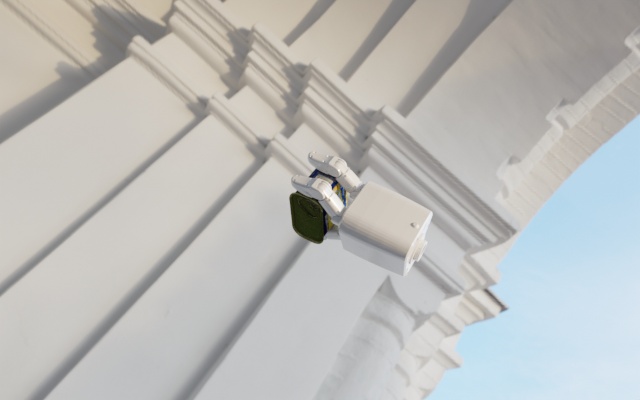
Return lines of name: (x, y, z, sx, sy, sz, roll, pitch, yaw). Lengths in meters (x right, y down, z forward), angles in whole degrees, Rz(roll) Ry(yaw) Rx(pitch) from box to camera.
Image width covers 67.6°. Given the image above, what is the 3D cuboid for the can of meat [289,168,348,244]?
can of meat: (0.000, 0.002, 0.740, 0.057, 0.102, 0.084, 24, 53, 21)
